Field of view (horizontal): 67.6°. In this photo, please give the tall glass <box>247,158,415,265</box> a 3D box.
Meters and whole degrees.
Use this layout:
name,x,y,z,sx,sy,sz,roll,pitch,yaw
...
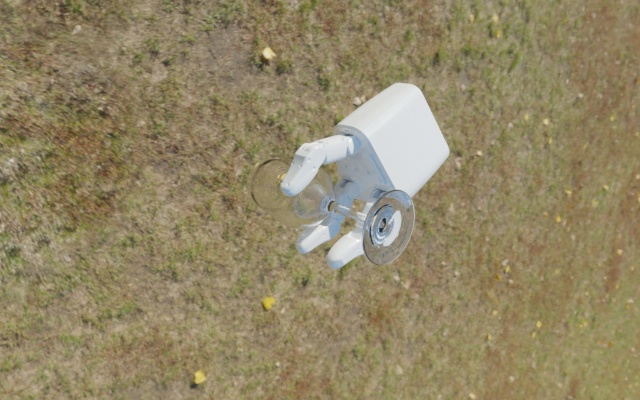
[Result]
name,x,y,z,sx,sy,sz,roll,pitch,yaw
tall glass,0.000,0.002,0.518,0.079,0.079,0.201,0,14,-43
